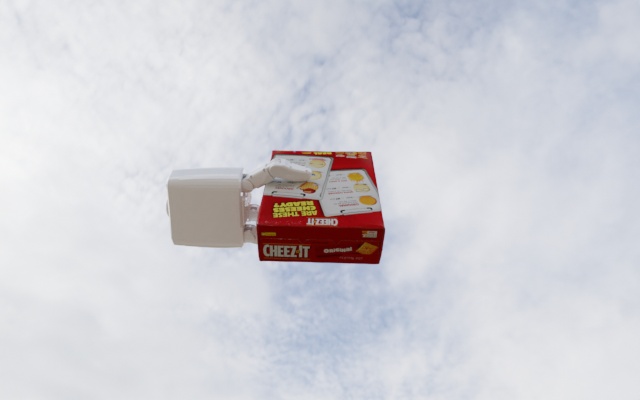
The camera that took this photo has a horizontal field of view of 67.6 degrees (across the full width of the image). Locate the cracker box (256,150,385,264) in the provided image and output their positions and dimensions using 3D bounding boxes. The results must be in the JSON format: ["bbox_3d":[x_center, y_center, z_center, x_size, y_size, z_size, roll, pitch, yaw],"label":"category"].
[{"bbox_3d":[0.000,0.002,0.700,0.164,0.072,0.213,1,33,0],"label":"cracker box"}]
